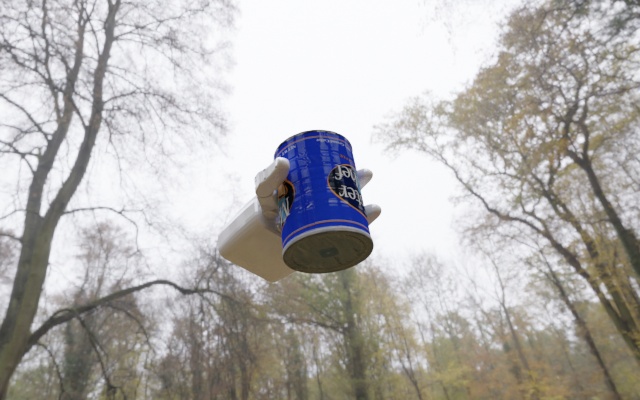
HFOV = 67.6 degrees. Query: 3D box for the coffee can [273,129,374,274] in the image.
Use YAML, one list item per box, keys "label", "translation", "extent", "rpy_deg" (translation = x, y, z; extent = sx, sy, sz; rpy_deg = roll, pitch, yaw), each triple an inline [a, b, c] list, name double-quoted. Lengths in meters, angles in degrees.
- label: "coffee can"
  translation: [0.000, 0.002, 0.568]
  extent: [0.103, 0.140, 0.103]
  rpy_deg: [-6, -33, -4]
